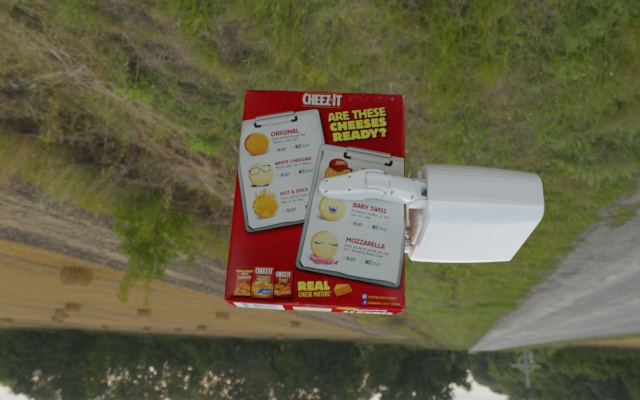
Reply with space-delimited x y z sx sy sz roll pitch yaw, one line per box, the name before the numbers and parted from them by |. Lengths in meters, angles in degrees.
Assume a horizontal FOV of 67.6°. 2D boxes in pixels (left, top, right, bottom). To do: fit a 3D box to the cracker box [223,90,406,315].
cracker box | 0.000 0.002 0.479 0.164 0.213 0.072 2 -17 1
